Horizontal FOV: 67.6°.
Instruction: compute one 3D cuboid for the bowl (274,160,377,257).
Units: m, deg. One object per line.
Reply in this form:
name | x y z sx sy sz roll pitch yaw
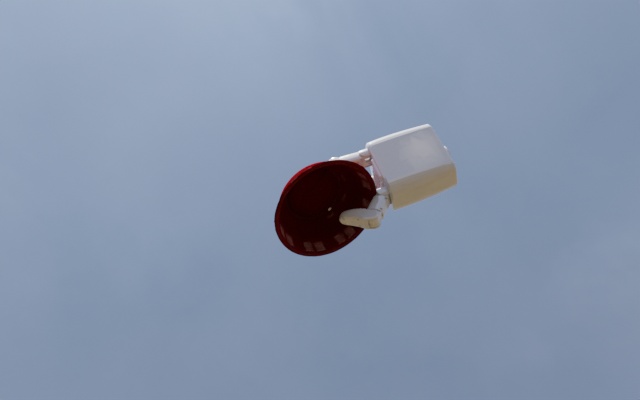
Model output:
bowl | -0.001 0.002 0.704 0.162 0.162 0.055 0 30 -28
